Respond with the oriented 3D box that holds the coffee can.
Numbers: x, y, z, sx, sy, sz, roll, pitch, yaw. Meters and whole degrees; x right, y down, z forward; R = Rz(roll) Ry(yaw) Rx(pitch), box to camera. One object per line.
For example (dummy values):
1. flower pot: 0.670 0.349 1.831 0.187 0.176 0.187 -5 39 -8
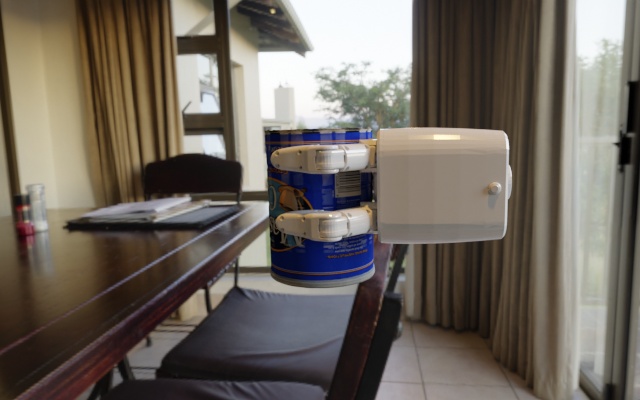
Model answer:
1. coffee can: 0.000 0.002 0.461 0.103 0.140 0.103 -2 8 0
